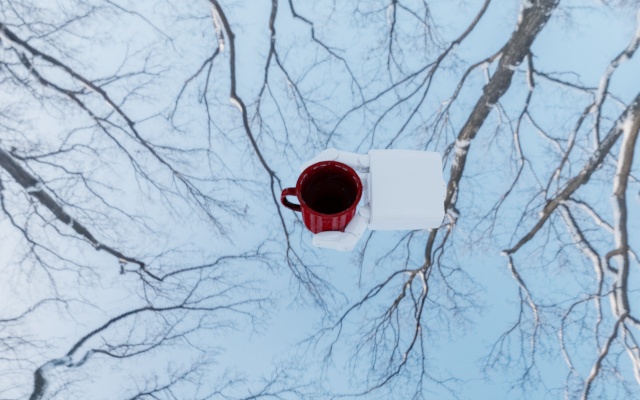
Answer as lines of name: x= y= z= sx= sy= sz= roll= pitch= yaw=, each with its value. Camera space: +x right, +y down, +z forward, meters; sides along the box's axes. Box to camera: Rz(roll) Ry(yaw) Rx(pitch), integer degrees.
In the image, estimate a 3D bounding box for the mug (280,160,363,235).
mug: x=-0.001 y=0.002 z=0.692 sx=0.117 sy=0.093 sz=0.081 roll=2 pitch=-29 yaw=1
